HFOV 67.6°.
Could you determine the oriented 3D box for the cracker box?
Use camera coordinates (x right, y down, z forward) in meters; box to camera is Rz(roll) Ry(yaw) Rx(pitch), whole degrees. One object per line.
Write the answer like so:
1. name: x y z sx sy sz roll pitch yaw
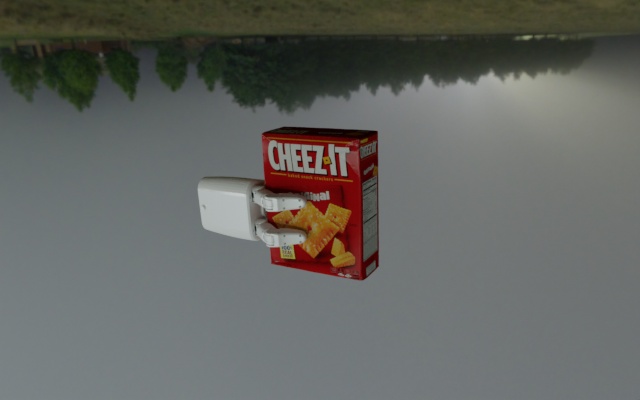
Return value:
1. cracker box: 0.000 0.002 0.718 0.164 0.214 0.072 7 20 28
